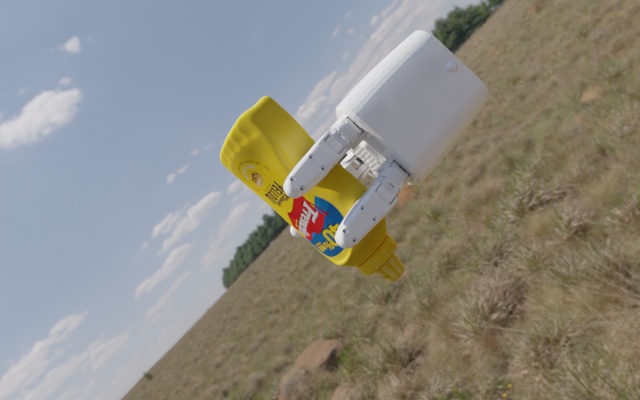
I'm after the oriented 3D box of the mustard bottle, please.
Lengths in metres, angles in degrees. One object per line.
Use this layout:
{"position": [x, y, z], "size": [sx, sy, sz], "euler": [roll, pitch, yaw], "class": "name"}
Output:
{"position": [0.000, 0.001, 0.424], "size": [0.058, 0.191, 0.096], "euler": [-48, 1, -32], "class": "mustard bottle"}
